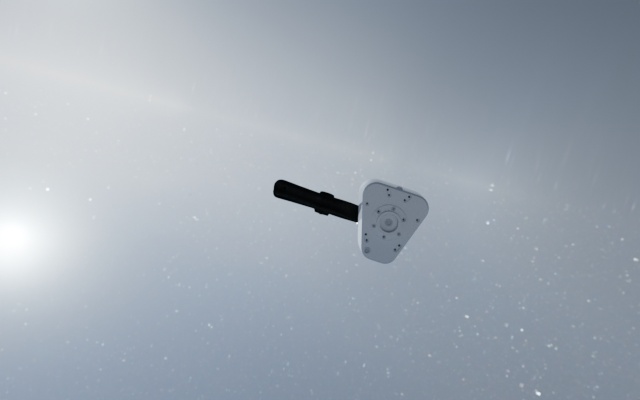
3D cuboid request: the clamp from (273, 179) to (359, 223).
[{"bbox_3d":[0.000,0.003,0.751,0.171,0.039,0.120,15,2,3],"label":"clamp"}]
